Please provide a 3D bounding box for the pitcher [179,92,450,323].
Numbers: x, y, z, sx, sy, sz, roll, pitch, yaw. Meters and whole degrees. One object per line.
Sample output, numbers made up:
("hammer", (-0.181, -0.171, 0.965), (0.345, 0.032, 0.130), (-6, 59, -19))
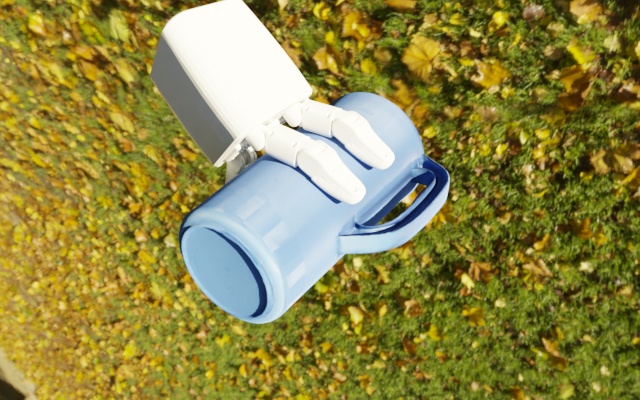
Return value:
("pitcher", (0.000, 0.001, 0.443), (0.149, 0.145, 0.242), (-32, 7, 46))
